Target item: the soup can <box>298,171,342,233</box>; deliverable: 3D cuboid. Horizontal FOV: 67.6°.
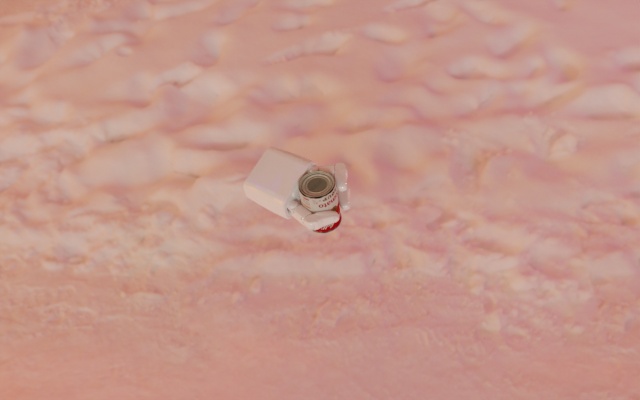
[{"bbox_3d":[0.000,0.003,0.877,0.068,0.068,0.102,0,-41,10],"label":"soup can"}]
